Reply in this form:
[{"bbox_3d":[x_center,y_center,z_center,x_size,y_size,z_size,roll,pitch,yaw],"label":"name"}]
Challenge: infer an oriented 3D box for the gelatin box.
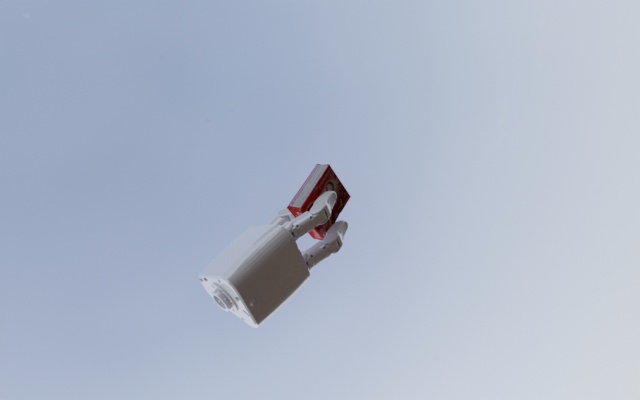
[{"bbox_3d":[0.000,0.002,0.706,0.030,0.089,0.073,7,-36,42],"label":"gelatin box"}]
